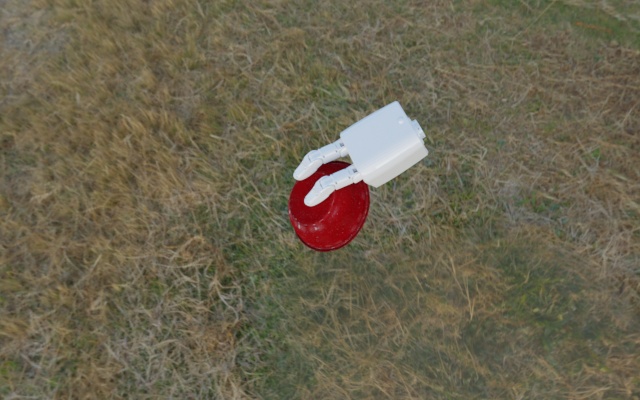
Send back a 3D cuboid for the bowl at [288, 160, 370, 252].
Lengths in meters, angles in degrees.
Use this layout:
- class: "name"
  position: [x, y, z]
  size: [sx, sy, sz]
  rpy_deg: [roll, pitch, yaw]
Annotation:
- class: "bowl"
  position: [-0.001, 0.004, 0.801]
  size: [0.162, 0.162, 0.055]
  rpy_deg: [0, -14, 36]
